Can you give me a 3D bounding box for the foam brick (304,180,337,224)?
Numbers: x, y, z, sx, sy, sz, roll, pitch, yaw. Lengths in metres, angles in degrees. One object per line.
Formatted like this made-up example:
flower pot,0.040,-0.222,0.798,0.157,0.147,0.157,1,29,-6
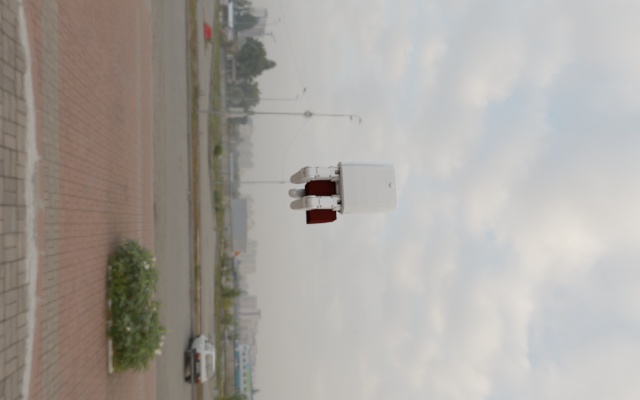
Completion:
foam brick,0.000,0.003,0.899,0.051,0.078,0.053,-1,-9,-11
